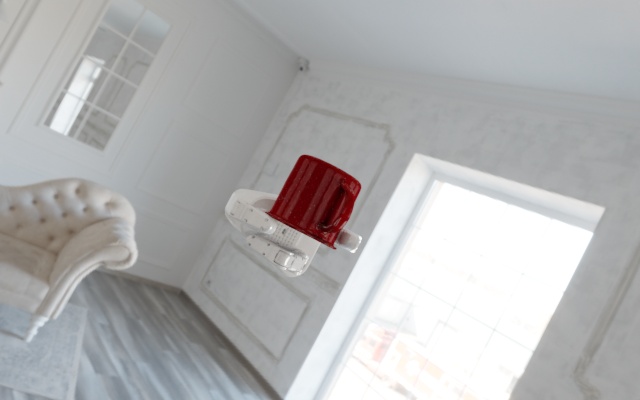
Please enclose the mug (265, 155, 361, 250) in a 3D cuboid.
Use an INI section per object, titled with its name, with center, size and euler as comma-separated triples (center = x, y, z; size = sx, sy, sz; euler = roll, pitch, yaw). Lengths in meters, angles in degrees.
[mug]
center = 0.001, 0.002, 0.538
size = 0.093, 0.081, 0.117
euler = 29, -4, -27
